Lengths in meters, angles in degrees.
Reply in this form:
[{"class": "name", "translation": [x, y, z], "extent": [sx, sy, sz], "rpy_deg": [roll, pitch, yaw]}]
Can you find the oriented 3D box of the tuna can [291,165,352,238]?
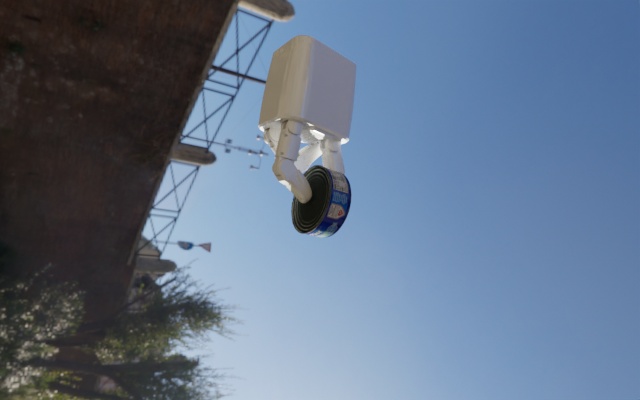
[{"class": "tuna can", "translation": [0.001, 0.002, 0.585], "extent": [0.034, 0.086, 0.086], "rpy_deg": [16, -8, -31]}]
